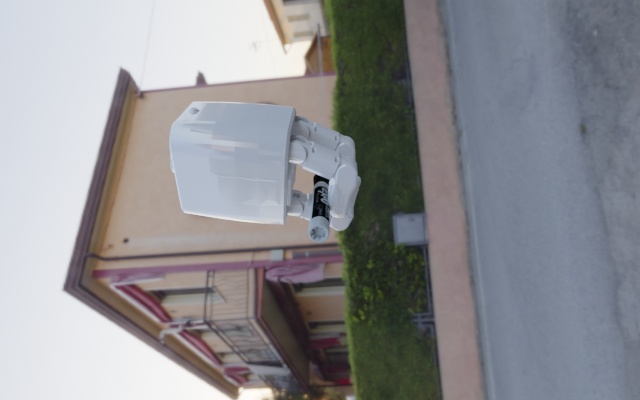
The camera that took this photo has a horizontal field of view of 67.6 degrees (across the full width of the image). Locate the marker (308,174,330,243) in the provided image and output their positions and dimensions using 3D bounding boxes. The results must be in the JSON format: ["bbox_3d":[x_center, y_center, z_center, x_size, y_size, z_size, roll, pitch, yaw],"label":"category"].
[{"bbox_3d":[0.000,0.002,0.465,0.020,0.020,0.121,0,27,2],"label":"marker"}]
